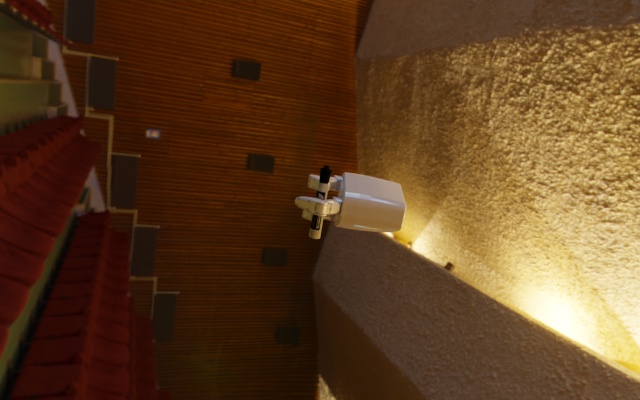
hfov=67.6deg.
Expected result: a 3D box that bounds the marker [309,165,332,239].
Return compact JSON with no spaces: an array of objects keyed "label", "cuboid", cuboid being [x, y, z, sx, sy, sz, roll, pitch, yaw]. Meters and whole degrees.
[{"label":"marker","cuboid":[0.000,0.003,0.777,0.020,0.121,0.020,10,11,-2]}]
